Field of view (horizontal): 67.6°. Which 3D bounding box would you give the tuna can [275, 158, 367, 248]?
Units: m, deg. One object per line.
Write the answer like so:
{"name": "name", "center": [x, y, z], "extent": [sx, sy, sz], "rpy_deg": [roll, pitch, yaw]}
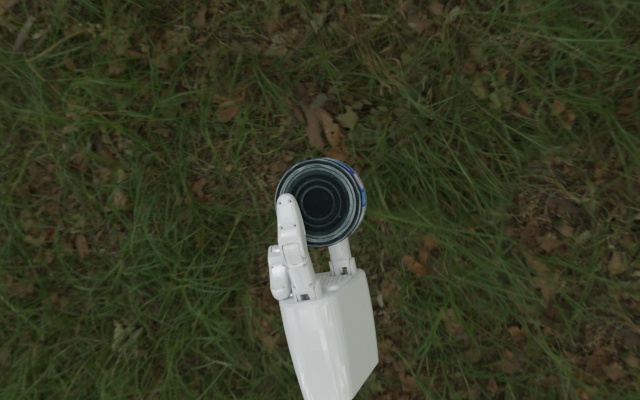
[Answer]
{"name": "tuna can", "center": [0.000, 0.001, 0.458], "extent": [0.086, 0.086, 0.034], "rpy_deg": [0, 4, 12]}
